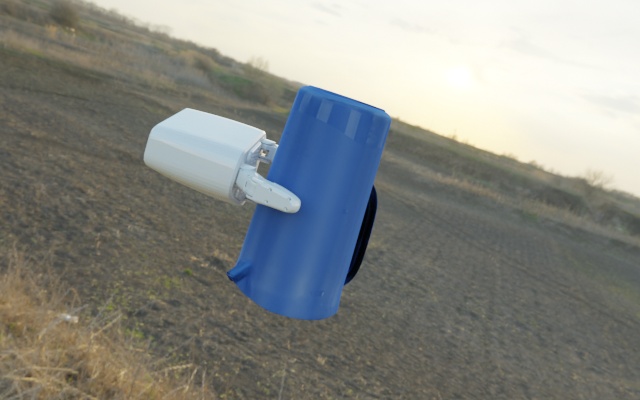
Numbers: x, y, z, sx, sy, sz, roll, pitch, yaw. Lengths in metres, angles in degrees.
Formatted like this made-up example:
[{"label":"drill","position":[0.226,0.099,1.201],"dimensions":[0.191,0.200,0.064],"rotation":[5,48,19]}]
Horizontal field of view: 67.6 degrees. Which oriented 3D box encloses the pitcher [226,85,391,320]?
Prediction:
[{"label":"pitcher","position":[0.000,0.002,0.552],"dimensions":[0.145,0.243,0.149],"rotation":[19,11,3]}]
